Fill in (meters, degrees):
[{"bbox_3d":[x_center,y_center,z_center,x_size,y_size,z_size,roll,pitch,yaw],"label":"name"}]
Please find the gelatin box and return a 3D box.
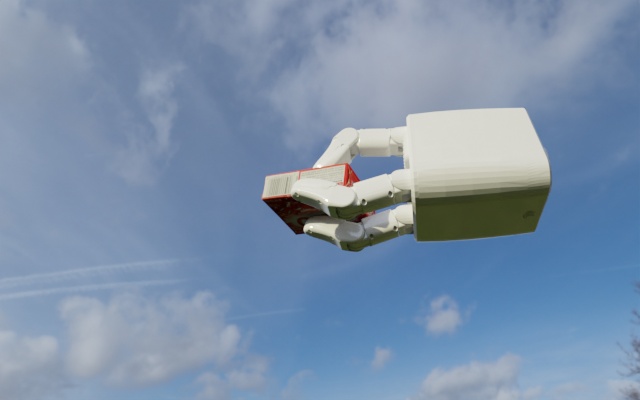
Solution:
[{"bbox_3d":[0.000,0.001,0.458,0.089,0.030,0.073,-7,-34,24],"label":"gelatin box"}]
